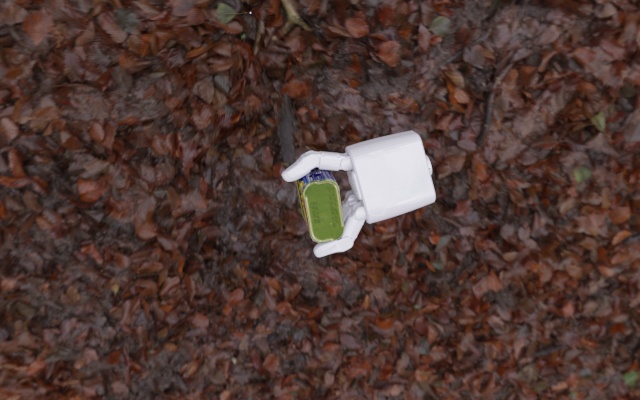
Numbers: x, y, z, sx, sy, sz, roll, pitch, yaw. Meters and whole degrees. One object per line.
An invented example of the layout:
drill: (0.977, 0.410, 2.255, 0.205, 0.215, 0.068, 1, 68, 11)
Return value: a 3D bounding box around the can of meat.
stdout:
can of meat: (0.000, 0.002, 0.712, 0.057, 0.102, 0.084, -12, 22, -5)
